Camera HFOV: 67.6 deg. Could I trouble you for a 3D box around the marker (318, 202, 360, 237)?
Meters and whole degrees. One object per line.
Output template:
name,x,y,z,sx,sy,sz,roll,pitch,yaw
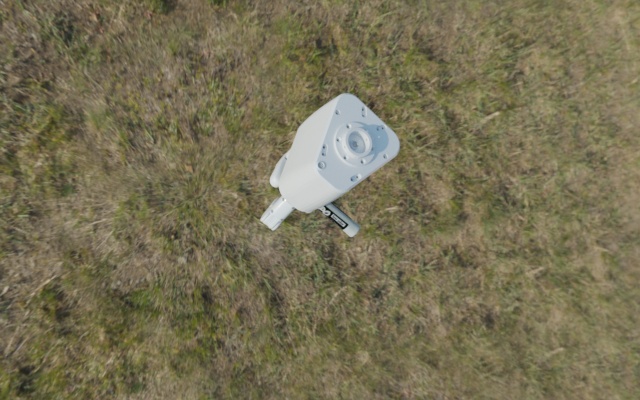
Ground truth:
marker,0.000,0.002,0.605,0.121,0.020,0.020,40,-10,-11
